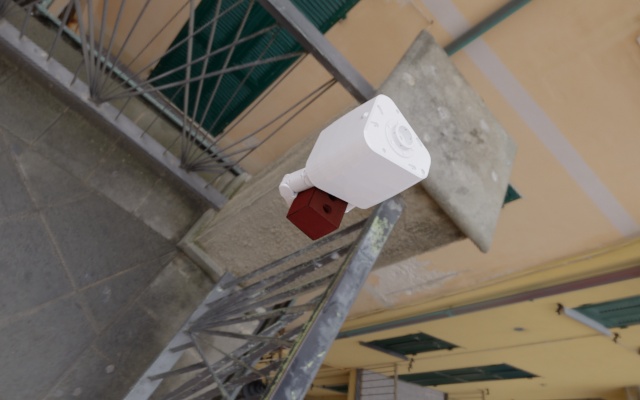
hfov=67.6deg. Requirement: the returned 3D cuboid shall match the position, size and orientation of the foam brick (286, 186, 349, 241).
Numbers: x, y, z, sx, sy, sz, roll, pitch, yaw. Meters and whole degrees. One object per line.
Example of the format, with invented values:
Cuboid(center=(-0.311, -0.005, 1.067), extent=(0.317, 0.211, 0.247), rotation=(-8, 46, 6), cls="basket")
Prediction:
Cuboid(center=(0.000, 0.002, 0.627), extent=(0.053, 0.078, 0.051), rotation=(40, -41, -21), cls="foam brick")
